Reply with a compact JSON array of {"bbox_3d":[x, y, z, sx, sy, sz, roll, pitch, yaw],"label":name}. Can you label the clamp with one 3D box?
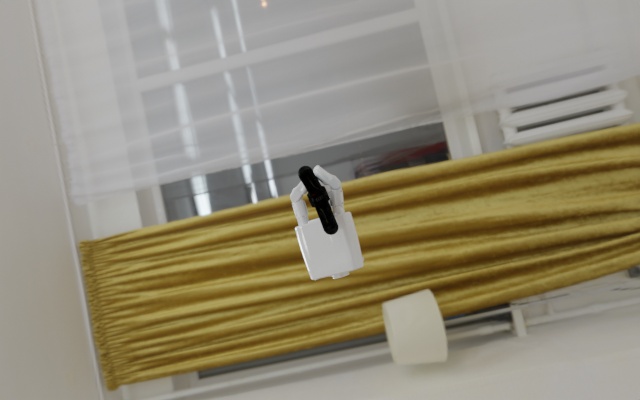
[{"bbox_3d":[0.000,0.003,0.840,0.039,0.120,0.171,-19,-3,5],"label":"clamp"}]
